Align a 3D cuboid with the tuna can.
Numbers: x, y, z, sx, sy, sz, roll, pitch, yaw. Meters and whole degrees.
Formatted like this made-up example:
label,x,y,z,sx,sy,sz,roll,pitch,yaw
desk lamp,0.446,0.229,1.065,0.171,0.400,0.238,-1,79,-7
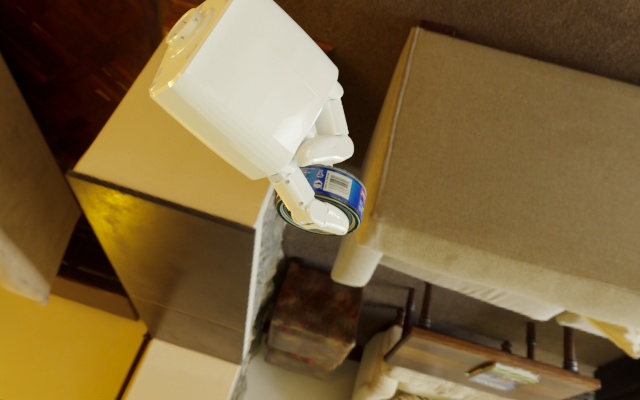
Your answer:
label,x,y,z,sx,sy,sz,roll,pitch,yaw
tuna can,0.000,0.002,0.463,0.086,0.033,0.086,10,-29,5
